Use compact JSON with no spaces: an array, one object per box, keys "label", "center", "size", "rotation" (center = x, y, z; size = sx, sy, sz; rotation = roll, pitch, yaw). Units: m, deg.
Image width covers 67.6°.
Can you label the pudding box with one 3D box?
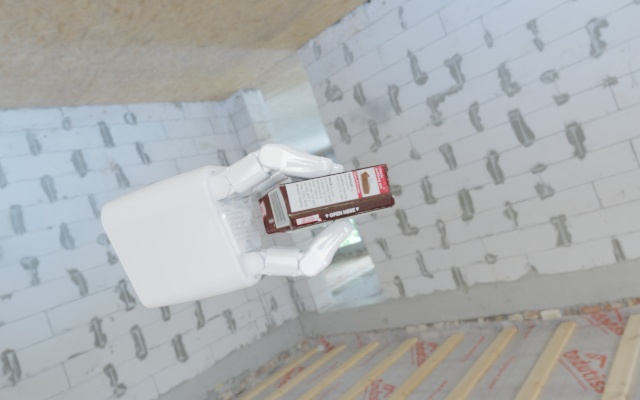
[{"label":"pudding box","center":[0.000,0.002,0.412],"size":[0.090,0.039,0.113],"rotation":[-13,0,-16]}]
